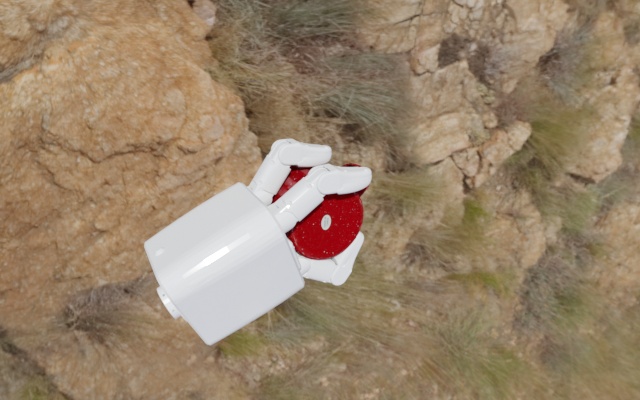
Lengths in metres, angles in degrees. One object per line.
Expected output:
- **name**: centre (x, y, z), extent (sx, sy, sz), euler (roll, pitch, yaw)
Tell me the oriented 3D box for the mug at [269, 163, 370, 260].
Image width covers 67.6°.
- **mug**: centre (0.001, 0.001, 0.486), extent (0.117, 0.093, 0.081), euler (-32, 32, -14)
